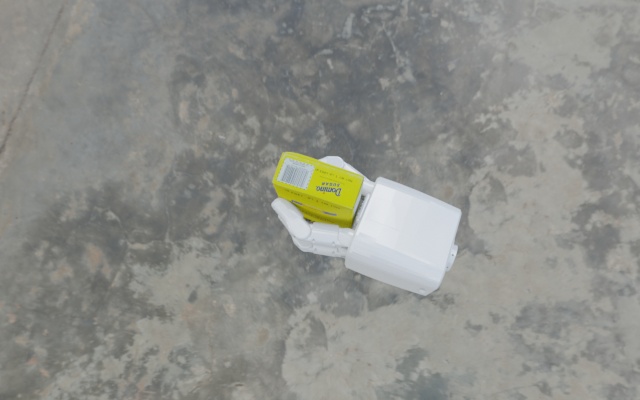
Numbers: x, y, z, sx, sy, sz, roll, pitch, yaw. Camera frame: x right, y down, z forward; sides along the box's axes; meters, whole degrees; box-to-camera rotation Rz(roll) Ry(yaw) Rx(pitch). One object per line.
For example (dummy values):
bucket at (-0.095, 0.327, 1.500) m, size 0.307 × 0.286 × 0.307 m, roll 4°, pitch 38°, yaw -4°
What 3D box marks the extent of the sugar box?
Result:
sugar box at (0.000, 0.002, 0.582) m, size 0.093 × 0.048 × 0.176 m, roll 19°, pitch -17°, yaw 8°
